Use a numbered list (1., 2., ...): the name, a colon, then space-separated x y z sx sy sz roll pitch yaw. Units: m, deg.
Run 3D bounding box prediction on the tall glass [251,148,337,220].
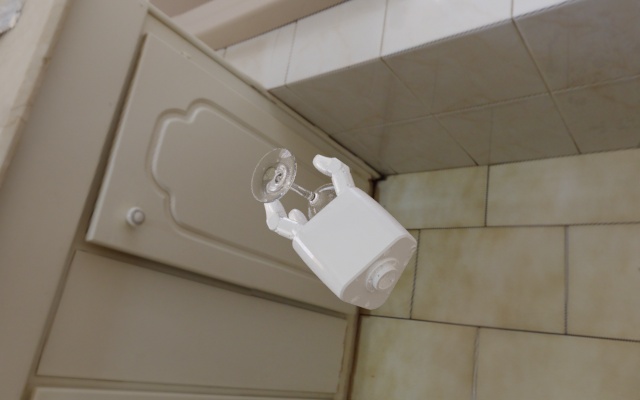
1. tall glass: 0.000 0.002 0.667 0.079 0.079 0.201 0 -20 39
